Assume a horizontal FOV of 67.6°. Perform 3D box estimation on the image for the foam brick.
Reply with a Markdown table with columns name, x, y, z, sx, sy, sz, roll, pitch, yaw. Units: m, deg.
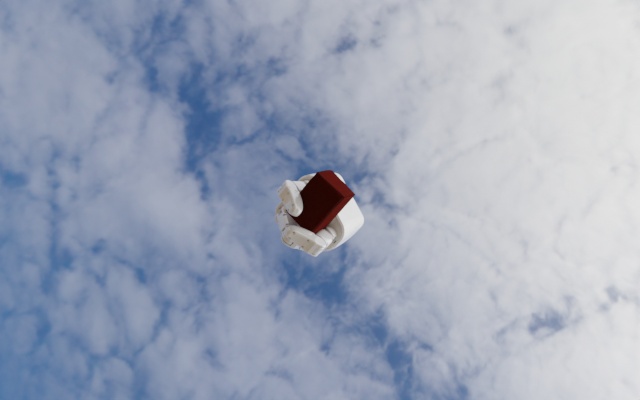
| name | x | y | z | sx | sy | sz | roll | pitch | yaw |
| --- | --- | --- | --- | --- | --- | --- | --- | --- | --- |
| foam brick | 0.000 | 0.002 | 0.673 | 0.078 | 0.053 | 0.051 | -48 | -13 | 22 |
